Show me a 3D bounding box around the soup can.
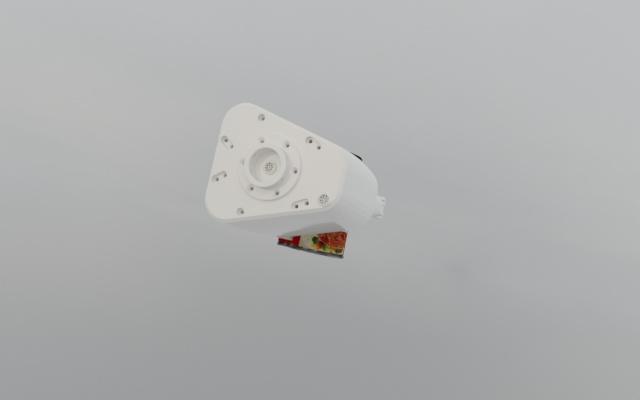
[{"bbox_3d":[0.000,0.001,0.480,0.068,0.102,0.068,12,-4,1],"label":"soup can"}]
